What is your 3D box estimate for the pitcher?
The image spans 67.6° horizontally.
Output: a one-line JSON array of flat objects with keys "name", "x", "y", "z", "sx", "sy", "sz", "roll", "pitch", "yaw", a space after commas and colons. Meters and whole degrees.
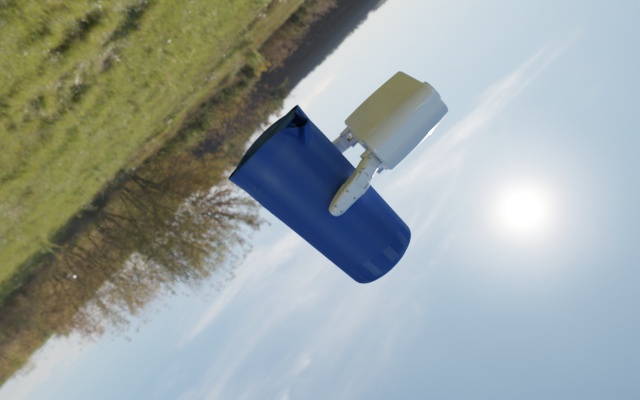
[{"name": "pitcher", "x": 0.000, "y": 0.002, "z": 0.655, "sx": 0.243, "sy": 0.145, "sz": 0.149, "roll": 44, "pitch": 7, "yaw": -13}]
